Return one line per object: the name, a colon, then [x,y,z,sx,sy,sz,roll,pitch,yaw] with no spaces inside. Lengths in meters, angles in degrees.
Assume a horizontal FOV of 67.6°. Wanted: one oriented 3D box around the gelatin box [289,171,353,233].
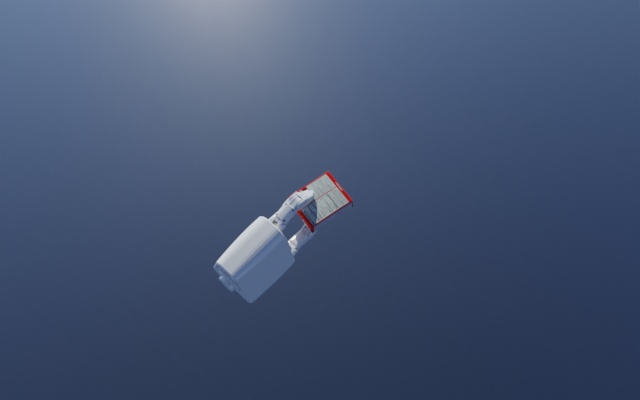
gelatin box: [0.000,0.002,0.833,0.089,0.073,0.030,-34,-23,-13]
